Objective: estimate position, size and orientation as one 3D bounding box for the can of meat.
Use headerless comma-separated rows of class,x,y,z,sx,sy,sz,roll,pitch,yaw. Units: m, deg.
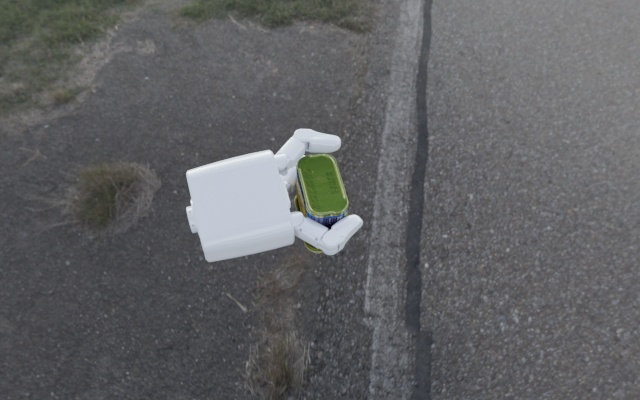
can of meat,0.000,0.002,0.614,0.057,0.102,0.084,-10,-35,-9
